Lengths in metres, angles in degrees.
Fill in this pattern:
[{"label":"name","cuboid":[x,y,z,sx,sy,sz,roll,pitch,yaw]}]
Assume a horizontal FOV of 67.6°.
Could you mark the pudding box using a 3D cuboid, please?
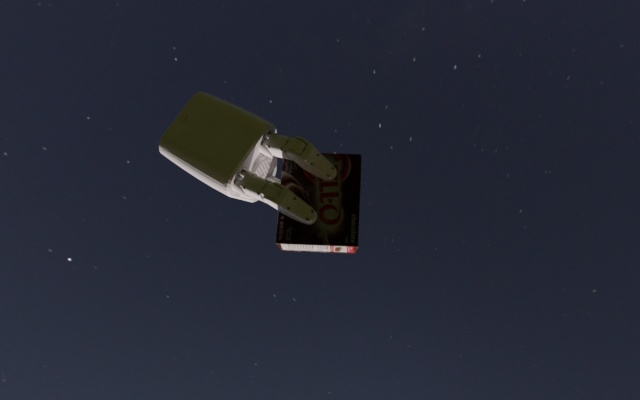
[{"label":"pudding box","cuboid":[0.000,0.002,0.541,0.090,0.113,0.039,2,-18,5]}]
